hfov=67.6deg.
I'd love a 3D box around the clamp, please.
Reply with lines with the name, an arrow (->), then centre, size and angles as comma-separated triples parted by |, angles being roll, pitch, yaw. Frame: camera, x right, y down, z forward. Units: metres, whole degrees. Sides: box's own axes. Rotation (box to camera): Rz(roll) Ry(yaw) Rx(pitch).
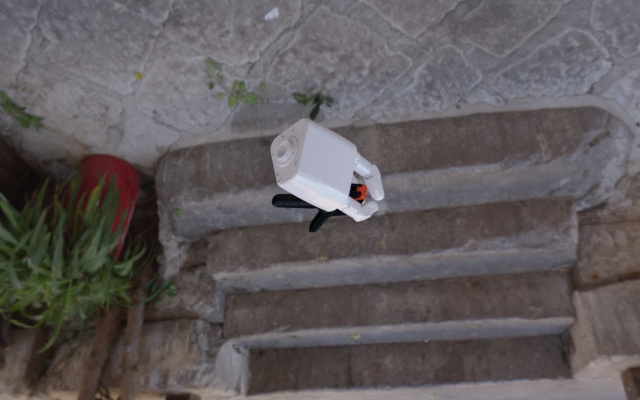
clamp -> 0.000, 0.003, 0.838 | 0.120, 0.039, 0.171 | 26, -40, -36
